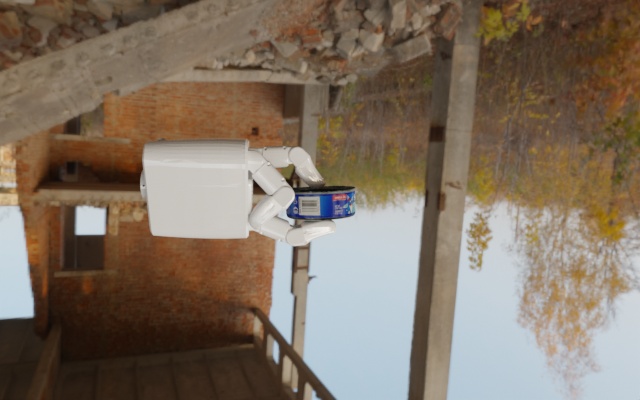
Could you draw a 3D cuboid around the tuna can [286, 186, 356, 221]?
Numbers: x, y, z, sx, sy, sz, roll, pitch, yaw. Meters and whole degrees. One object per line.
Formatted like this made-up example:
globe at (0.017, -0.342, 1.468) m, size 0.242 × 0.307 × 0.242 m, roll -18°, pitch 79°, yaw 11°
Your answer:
tuna can at (0.000, 0.002, 0.578) m, size 0.086 × 0.034 × 0.086 m, roll -2°, pitch 6°, yaw 0°
